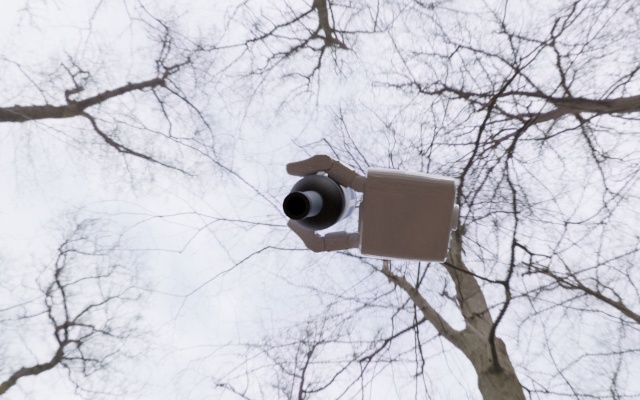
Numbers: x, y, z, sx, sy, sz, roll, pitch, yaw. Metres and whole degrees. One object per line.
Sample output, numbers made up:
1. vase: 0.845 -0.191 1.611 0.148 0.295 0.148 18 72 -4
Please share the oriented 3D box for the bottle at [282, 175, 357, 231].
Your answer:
1. bottle: 0.000 0.002 0.598 0.069 0.069 0.295 0 1 9
